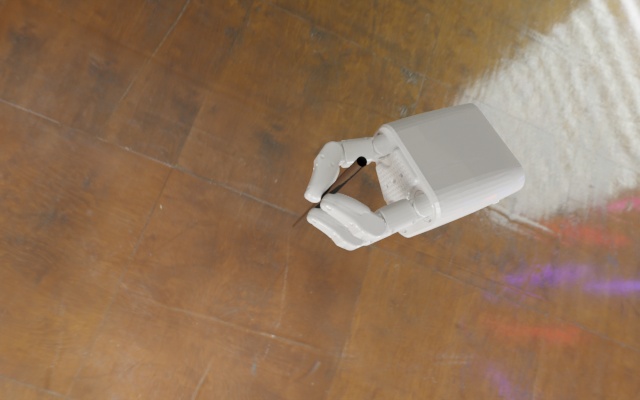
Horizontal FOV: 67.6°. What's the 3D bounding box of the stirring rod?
[{"bbox_3d":[0.000,0.001,0.450,0.011,0.011,0.239,0,-14,-15],"label":"stirring rod"}]
